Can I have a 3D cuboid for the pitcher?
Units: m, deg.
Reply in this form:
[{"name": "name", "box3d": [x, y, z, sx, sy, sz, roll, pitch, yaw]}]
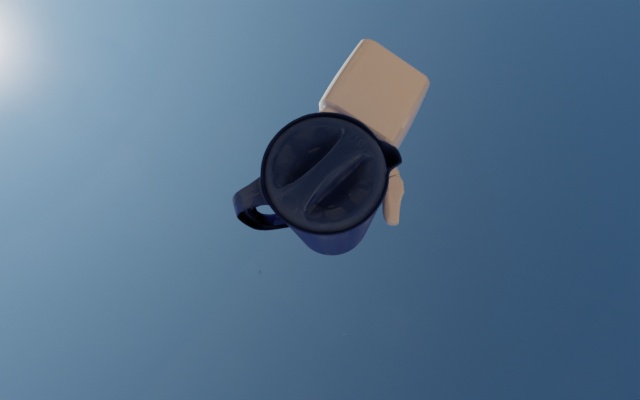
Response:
[{"name": "pitcher", "box3d": [0.000, 0.002, 0.597, 0.149, 0.145, 0.243, 26, -12, 9]}]
